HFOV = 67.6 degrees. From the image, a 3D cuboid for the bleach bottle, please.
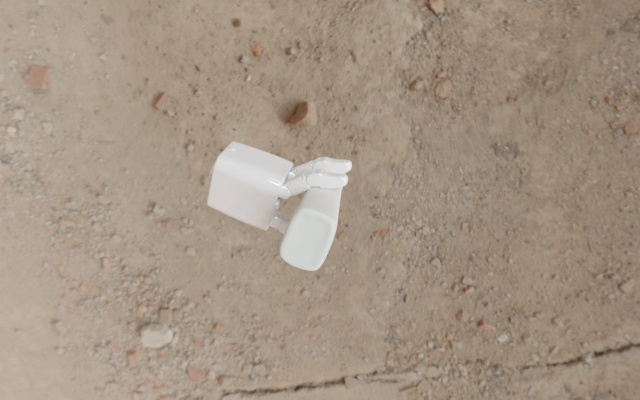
[{"bbox_3d":[0.000,0.002,0.774,0.068,0.103,0.250,22,27,-2],"label":"bleach bottle"}]
